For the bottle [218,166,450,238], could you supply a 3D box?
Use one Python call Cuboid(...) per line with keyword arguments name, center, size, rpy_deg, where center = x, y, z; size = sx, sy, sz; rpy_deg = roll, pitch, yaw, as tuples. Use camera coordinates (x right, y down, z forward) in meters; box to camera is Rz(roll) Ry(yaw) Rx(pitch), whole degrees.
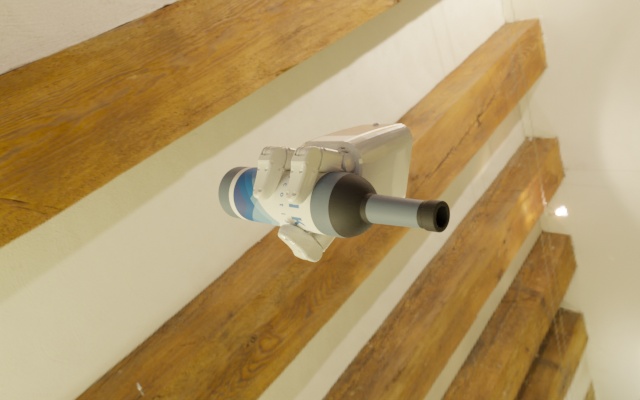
Cuboid(name="bottle", center=(0.000, 0.002, 0.509), size=(0.069, 0.069, 0.295), rpy_deg=(0, 5, -45))
